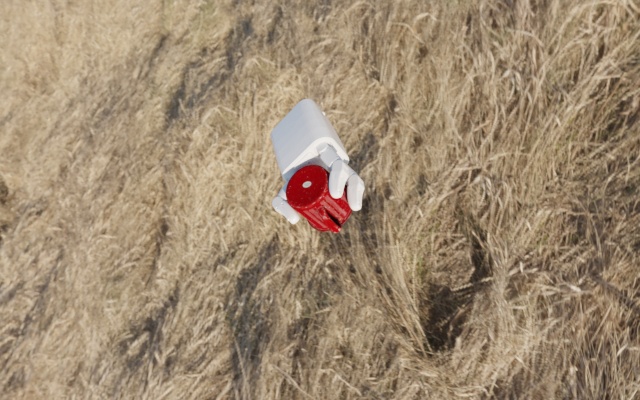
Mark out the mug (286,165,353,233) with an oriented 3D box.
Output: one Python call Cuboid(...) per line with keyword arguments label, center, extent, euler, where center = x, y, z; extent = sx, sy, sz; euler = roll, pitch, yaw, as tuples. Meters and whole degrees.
Cuboid(label="mug", center=(0.000, 0.004, 0.772), extent=(0.093, 0.117, 0.081), euler=(-33, -37, 13))
